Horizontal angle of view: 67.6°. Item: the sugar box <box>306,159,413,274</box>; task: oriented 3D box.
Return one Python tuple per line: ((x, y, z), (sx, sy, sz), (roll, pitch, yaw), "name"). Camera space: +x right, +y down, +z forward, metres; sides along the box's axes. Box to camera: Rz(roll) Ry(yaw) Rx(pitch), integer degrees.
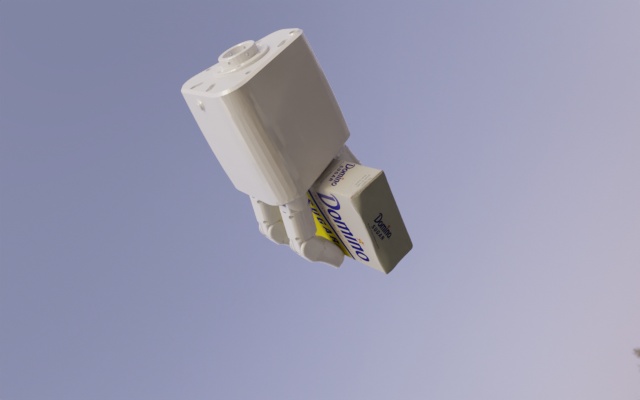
((0.000, 0.002, 0.466), (0.048, 0.093, 0.176), (-41, 35, -21), "sugar box")
